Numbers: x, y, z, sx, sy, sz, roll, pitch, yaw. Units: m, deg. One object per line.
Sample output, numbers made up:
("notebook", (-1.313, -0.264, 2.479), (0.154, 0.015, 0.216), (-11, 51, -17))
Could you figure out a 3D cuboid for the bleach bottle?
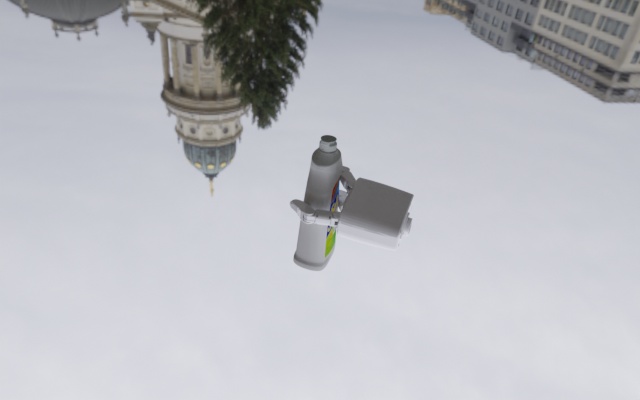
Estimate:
("bleach bottle", (0.000, 0.003, 0.875), (0.068, 0.251, 0.102), (15, 34, 14))
